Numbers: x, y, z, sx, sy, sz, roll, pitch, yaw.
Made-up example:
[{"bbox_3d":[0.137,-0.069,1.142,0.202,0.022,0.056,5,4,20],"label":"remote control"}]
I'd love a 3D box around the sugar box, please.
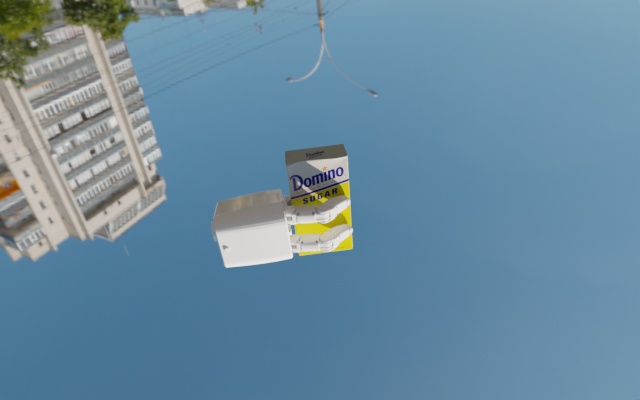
[{"bbox_3d":[0.000,0.003,0.750,0.093,0.176,0.048,-8,36,-2],"label":"sugar box"}]
